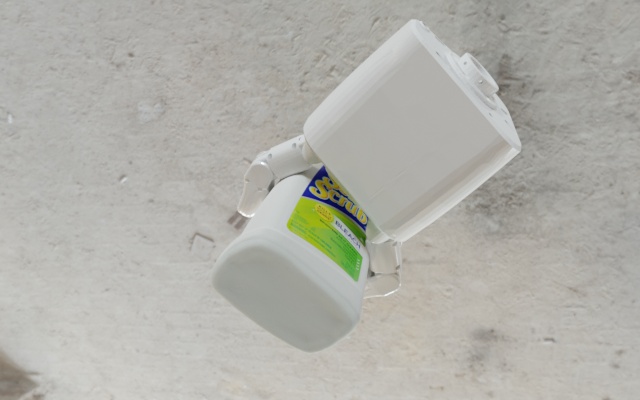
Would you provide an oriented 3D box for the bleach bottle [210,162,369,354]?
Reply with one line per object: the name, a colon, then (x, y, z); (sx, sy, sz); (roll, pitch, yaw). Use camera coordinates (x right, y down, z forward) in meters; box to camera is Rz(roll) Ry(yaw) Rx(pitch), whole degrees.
bleach bottle: (0.000, 0.001, 0.409); (0.068, 0.102, 0.250); (-41, 16, 30)
